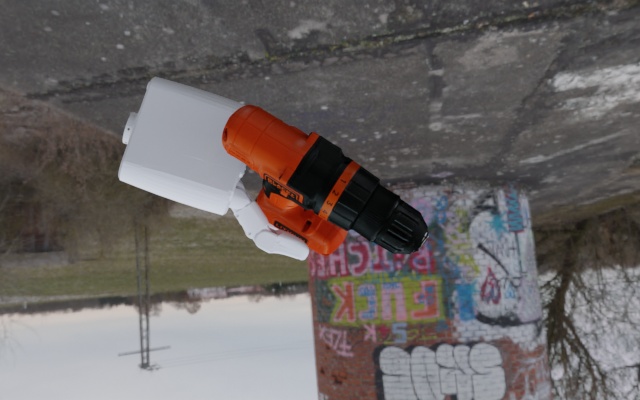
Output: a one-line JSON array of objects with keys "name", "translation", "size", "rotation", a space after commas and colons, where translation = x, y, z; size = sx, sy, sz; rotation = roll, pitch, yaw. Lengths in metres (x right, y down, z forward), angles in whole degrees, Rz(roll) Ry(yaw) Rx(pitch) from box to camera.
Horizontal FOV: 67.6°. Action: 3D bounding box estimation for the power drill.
[{"name": "power drill", "translation": [0.000, 0.001, 0.449], "size": [0.184, 0.057, 0.188], "rotation": [34, -16, 5]}]
